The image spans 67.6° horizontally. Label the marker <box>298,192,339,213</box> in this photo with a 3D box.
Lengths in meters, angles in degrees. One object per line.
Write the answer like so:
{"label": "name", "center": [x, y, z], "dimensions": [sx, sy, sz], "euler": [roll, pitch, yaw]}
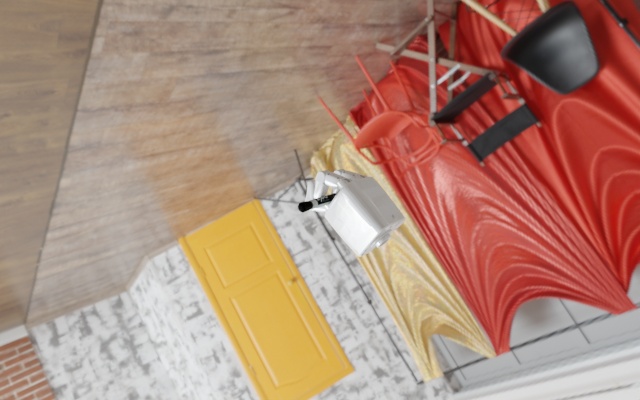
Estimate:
{"label": "marker", "center": [0.000, 0.003, 0.887], "dimensions": [0.020, 0.020, 0.121], "euler": [0, 10, 37]}
